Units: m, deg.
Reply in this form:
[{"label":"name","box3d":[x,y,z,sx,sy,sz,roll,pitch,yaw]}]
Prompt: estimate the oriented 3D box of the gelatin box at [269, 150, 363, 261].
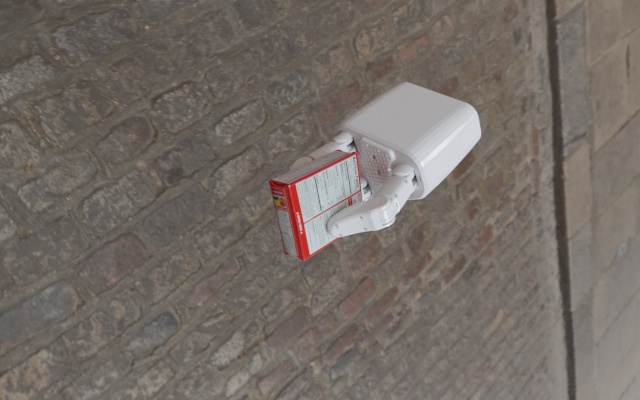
[{"label":"gelatin box","box3d":[0.000,0.002,0.437,0.030,0.073,0.089,14,33,43]}]
